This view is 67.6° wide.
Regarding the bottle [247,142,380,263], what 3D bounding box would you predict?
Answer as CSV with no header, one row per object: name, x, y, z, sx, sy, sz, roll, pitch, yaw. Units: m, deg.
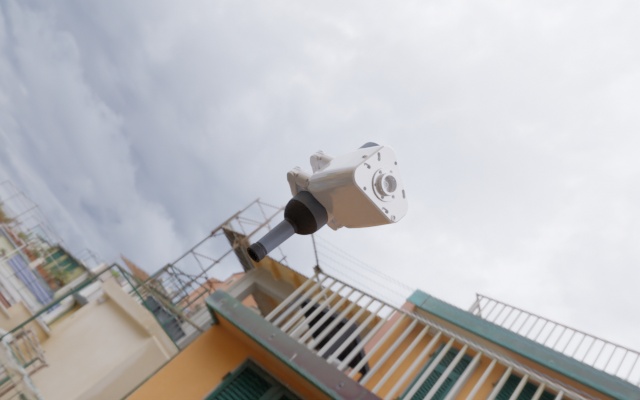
bottle,0.000,0.002,0.772,0.295,0.069,0.069,-38,22,-31
